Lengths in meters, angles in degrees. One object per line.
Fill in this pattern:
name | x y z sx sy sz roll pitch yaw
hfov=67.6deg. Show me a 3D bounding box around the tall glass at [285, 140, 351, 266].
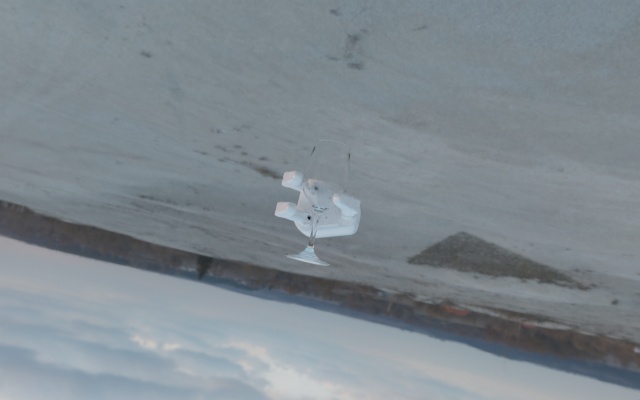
tall glass | 0.000 0.003 0.798 0.079 0.201 0.079 12 -12 3
